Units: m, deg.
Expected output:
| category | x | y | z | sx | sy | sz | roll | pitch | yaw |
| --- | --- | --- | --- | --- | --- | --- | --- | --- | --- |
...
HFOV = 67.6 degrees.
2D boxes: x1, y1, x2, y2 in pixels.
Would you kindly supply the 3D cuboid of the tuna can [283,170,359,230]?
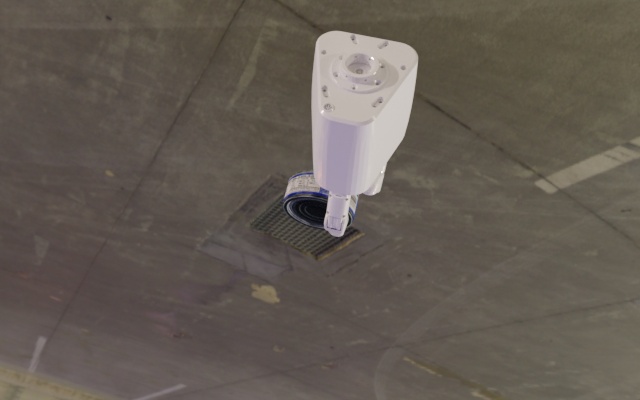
| category | x | y | z | sx | sy | sz | roll | pitch | yaw |
| --- | --- | --- | --- | --- | --- | --- | --- | --- | --- |
| tuna can | 0.000 | 0.002 | 0.557 | 0.086 | 0.033 | 0.086 | 11 | -27 | 6 |
